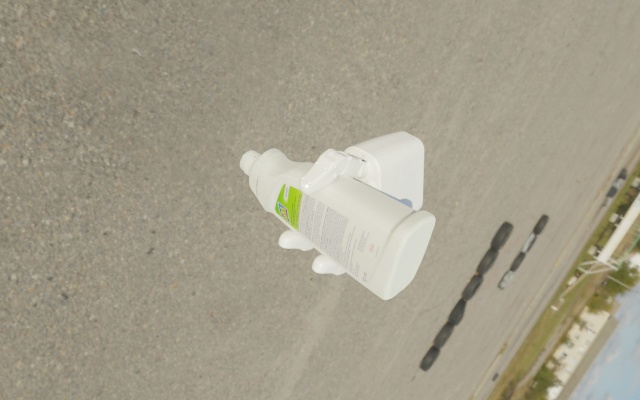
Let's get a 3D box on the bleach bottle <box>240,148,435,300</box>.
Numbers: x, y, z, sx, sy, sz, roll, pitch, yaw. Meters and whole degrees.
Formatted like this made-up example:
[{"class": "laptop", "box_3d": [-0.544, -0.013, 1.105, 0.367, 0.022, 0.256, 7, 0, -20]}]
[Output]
[{"class": "bleach bottle", "box_3d": [0.000, 0.002, 0.542, 0.250, 0.103, 0.068, 33, 39, 30]}]
